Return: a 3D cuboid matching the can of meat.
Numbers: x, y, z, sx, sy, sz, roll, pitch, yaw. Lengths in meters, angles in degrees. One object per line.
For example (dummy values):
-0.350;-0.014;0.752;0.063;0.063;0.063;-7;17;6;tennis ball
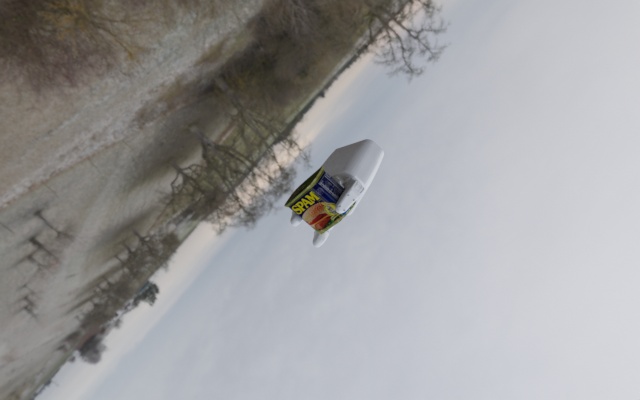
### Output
0.000;0.003;0.831;0.102;0.084;0.057;-38;15;46;can of meat
